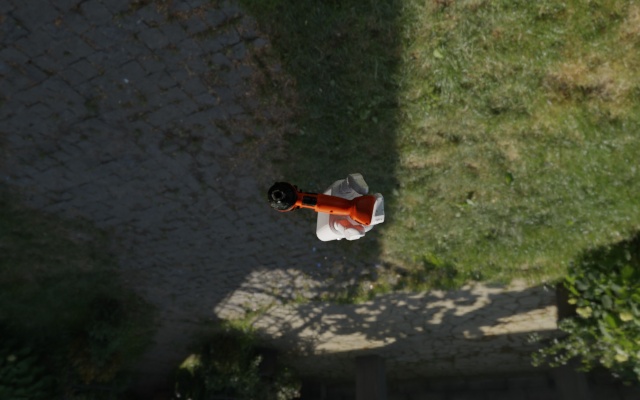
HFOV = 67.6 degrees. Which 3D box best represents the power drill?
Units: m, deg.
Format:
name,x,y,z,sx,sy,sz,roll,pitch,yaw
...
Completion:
name,x,y,z,sx,sy,sz,roll,pitch,yaw
power drill,0.001,0.003,0.859,0.187,0.057,0.184,11,1,1
